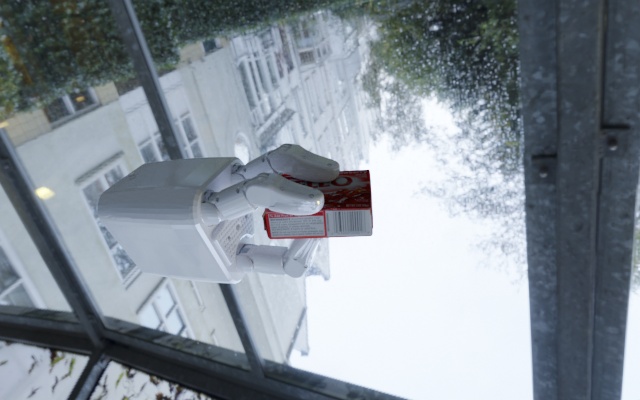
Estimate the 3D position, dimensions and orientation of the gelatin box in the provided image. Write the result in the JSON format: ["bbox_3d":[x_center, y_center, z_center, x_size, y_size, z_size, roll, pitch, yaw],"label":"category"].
[{"bbox_3d":[0.000,0.002,0.413,0.089,0.030,0.073,-2,28,6],"label":"gelatin box"}]
